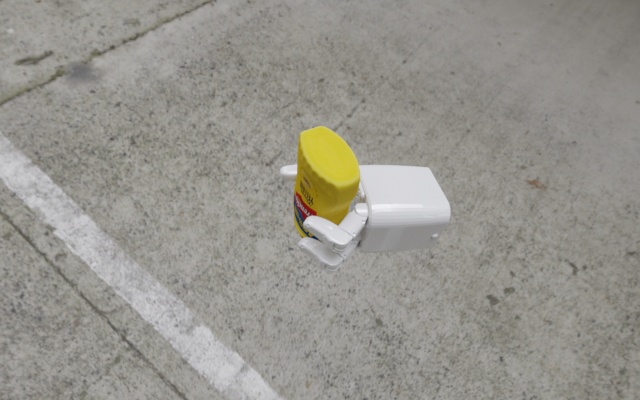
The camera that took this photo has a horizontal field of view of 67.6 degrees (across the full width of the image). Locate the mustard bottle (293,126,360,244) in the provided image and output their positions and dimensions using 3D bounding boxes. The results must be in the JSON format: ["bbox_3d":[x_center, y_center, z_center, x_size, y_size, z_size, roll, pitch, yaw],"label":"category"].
[{"bbox_3d":[0.000,0.002,0.620,0.058,0.096,0.192,-22,-30,-22],"label":"mustard bottle"}]
